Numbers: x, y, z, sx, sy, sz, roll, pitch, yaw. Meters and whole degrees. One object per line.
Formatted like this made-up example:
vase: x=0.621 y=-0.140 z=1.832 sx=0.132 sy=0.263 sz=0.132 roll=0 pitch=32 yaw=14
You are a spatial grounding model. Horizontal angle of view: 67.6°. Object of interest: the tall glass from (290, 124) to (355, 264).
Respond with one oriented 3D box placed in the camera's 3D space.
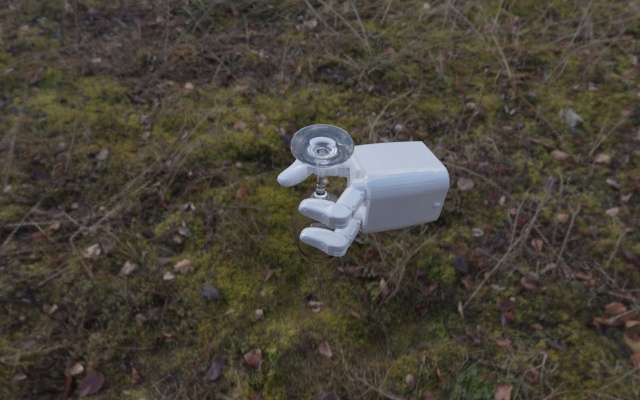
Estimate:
tall glass: x=0.000 y=0.002 z=0.622 sx=0.079 sy=0.079 sz=0.201 roll=0 pitch=-41 yaw=-2
